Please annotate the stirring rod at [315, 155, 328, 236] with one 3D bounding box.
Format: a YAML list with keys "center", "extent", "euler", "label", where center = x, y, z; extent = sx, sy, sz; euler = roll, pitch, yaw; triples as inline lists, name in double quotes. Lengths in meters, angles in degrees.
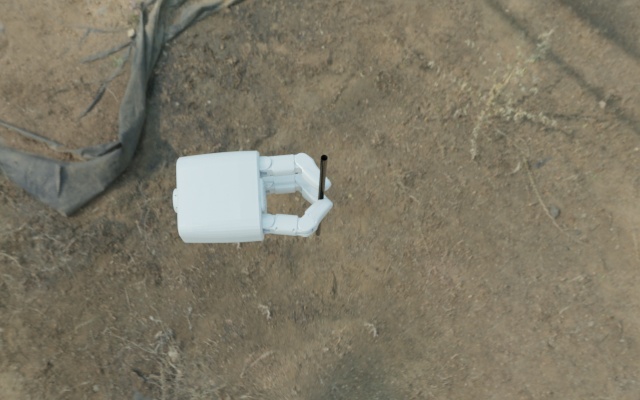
- center: [0.000, 0.002, 0.648]
  extent: [0.011, 0.011, 0.240]
  euler: [0, -25, -2]
  label: "stirring rod"
